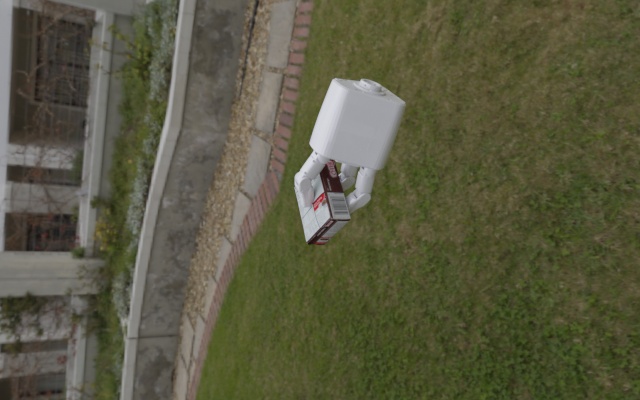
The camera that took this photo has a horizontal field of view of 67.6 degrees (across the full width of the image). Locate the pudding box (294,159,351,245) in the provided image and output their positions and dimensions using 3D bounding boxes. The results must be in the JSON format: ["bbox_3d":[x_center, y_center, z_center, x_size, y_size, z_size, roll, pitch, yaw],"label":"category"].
[{"bbox_3d":[0.000,0.002,0.768,0.039,0.113,0.090,4,-32,-28],"label":"pudding box"}]
